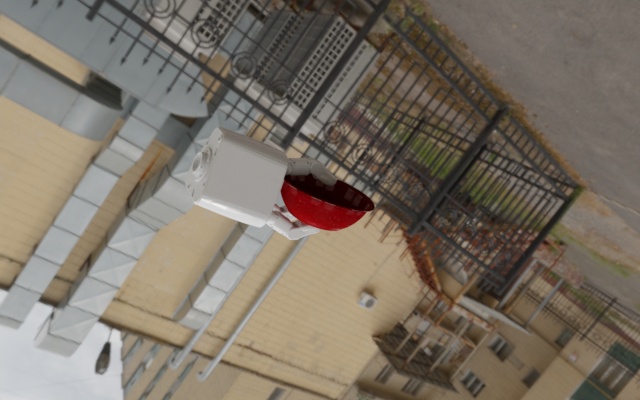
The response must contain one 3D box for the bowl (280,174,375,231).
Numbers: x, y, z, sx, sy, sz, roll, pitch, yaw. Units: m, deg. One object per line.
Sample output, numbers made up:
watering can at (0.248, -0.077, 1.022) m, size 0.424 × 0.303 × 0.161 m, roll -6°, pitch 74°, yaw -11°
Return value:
bowl at (0.001, 0.003, 0.744) m, size 0.162 × 0.055 × 0.162 m, roll 19°, pitch 16°, yaw -6°
